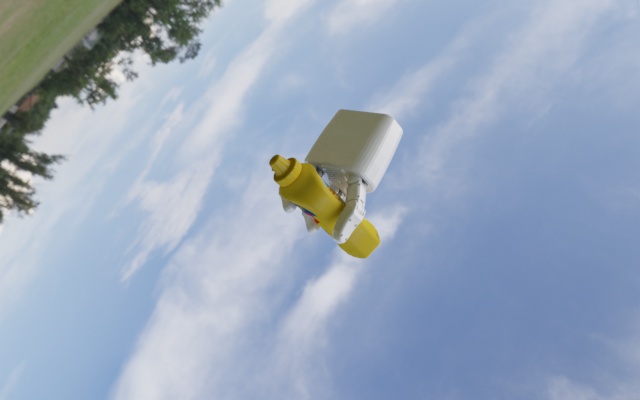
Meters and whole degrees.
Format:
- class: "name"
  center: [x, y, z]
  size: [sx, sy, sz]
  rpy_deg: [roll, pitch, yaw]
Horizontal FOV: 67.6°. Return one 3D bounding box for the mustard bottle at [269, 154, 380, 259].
- class: "mustard bottle"
  center: [0.000, 0.003, 0.663]
  size: [0.192, 0.058, 0.096]
  rpy_deg: [43, 0, -31]
